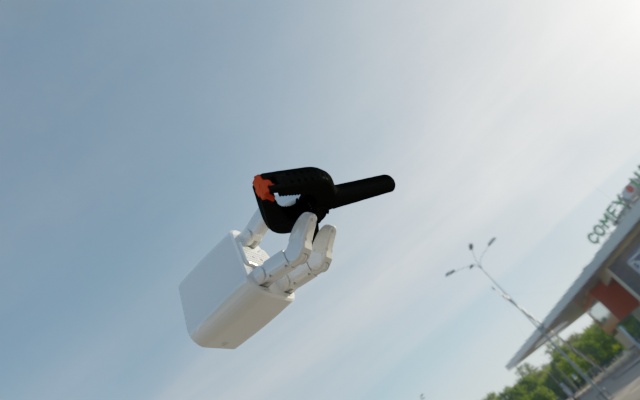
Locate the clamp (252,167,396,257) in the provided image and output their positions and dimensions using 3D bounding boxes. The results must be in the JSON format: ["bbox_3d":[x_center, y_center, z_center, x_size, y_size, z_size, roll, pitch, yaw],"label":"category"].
[{"bbox_3d":[-0.001,0.001,0.580,0.164,0.036,0.210,-43,-32,9],"label":"clamp"}]
